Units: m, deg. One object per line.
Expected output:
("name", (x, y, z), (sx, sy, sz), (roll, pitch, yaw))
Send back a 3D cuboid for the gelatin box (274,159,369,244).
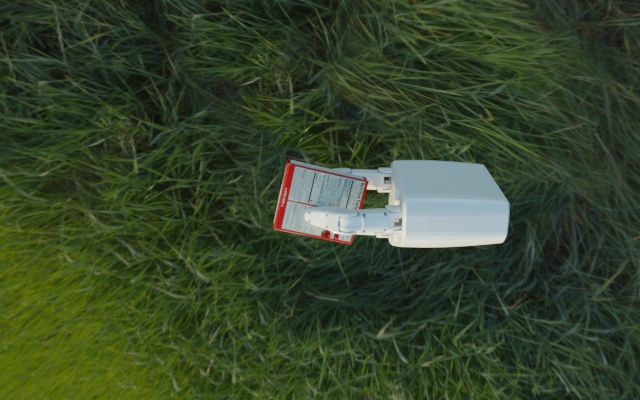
("gelatin box", (0.000, 0.002, 0.513), (0.089, 0.073, 0.030), (12, 13, -7))
